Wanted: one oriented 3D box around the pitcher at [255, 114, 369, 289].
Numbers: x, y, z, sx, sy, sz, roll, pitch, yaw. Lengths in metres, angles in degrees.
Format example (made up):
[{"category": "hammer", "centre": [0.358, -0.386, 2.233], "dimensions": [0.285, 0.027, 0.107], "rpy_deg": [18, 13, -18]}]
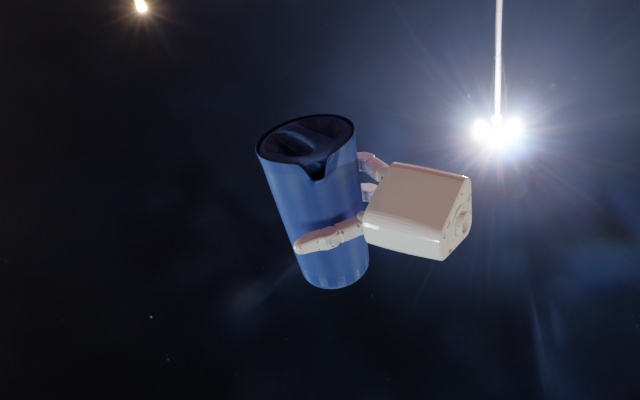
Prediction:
[{"category": "pitcher", "centre": [0.000, 0.002, 0.697], "dimensions": [0.145, 0.243, 0.149], "rpy_deg": [12, 42, 32]}]
